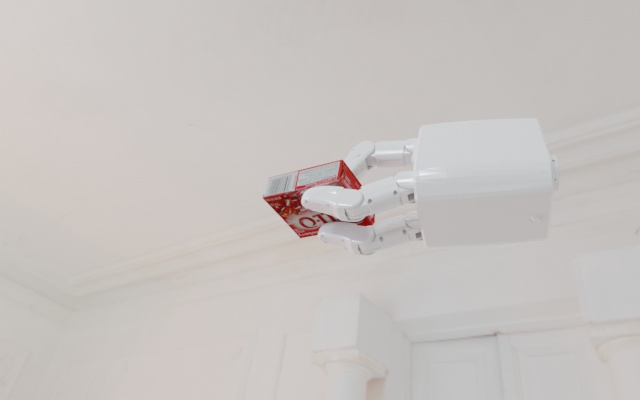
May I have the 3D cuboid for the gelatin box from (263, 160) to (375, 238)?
[{"bbox_3d":[0.000,0.001,0.471,0.089,0.030,0.073,-11,-42,29],"label":"gelatin box"}]
